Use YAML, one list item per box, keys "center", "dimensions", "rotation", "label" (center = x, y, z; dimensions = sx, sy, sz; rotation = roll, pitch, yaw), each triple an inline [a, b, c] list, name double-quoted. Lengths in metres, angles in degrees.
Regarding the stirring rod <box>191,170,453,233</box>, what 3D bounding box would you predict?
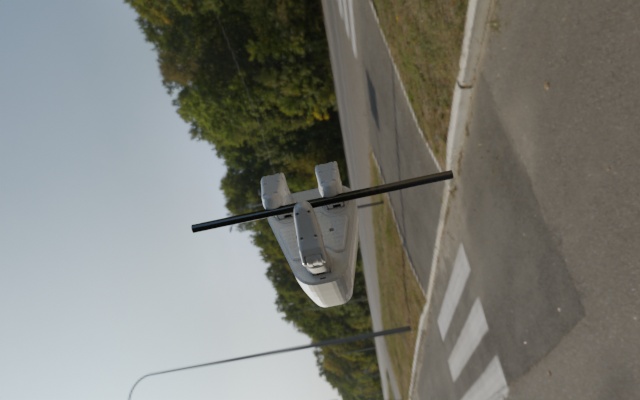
- center: [0.000, 0.001, 0.433]
  dimensions: [0.239, 0.011, 0.011]
  rotation: [-12, -1, 3]
  label: "stirring rod"
